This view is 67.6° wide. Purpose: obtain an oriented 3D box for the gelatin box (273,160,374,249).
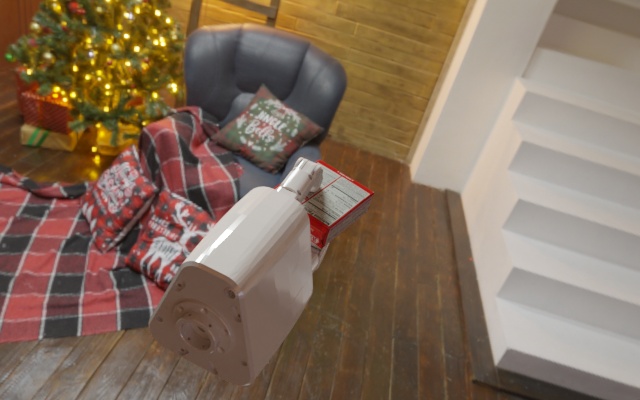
[{"bbox_3d":[0.000,0.001,0.483,0.073,0.030,0.089,32,41,20],"label":"gelatin box"}]
